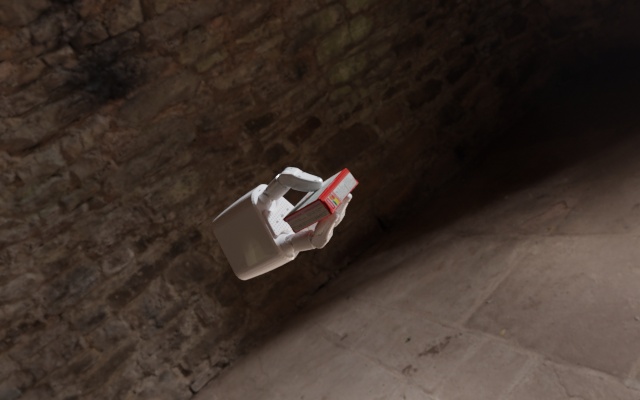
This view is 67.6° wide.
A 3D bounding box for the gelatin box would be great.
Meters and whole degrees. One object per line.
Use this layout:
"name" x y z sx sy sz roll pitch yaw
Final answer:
"gelatin box" 0.000 0.002 0.643 0.089 0.030 0.073 -31 13 48
